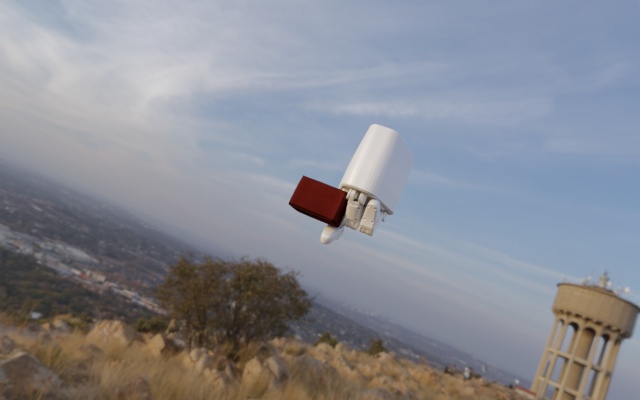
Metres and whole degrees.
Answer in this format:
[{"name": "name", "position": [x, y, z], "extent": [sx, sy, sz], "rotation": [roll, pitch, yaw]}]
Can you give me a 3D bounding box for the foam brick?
[{"name": "foam brick", "position": [0.000, 0.002, 0.748], "extent": [0.078, 0.051, 0.053], "rotation": [22, -9, 17]}]
